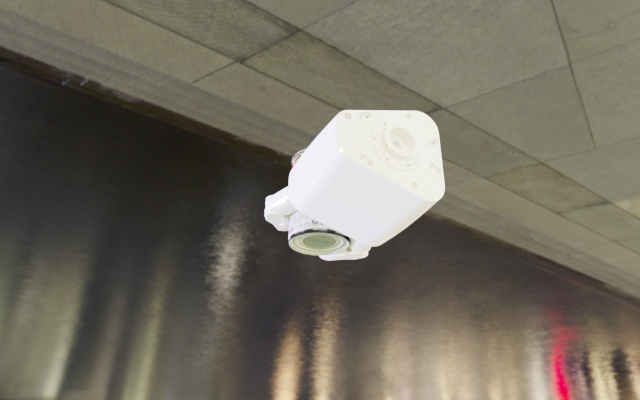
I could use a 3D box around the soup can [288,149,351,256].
[{"bbox_3d":[0.000,0.002,0.527,0.068,0.102,0.068,1,-27,0],"label":"soup can"}]
